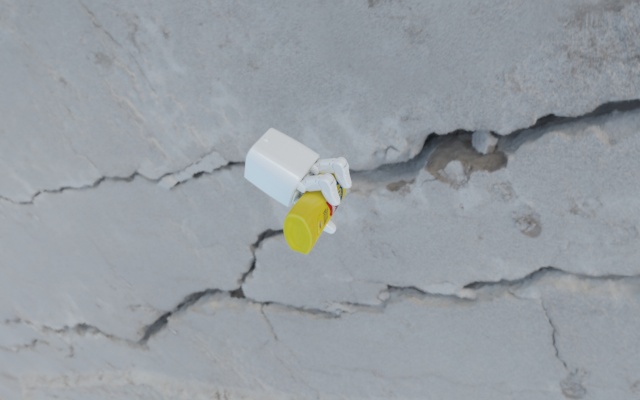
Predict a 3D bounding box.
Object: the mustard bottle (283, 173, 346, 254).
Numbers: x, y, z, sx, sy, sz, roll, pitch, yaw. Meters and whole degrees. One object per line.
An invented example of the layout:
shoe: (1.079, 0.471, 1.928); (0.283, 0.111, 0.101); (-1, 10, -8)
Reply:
mustard bottle: (0.000, 0.003, 0.881); (0.058, 0.096, 0.191); (15, 45, 21)
